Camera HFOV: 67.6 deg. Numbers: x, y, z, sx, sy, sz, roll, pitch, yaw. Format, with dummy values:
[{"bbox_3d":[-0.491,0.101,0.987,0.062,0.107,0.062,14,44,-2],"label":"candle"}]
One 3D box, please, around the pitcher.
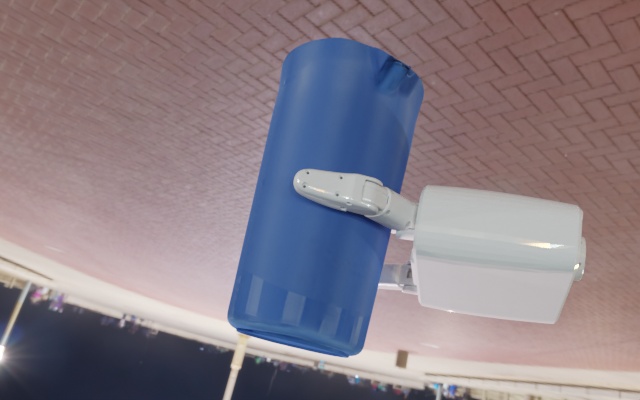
[{"bbox_3d":[0.000,0.001,0.414,0.145,0.242,0.149,6,-21,19],"label":"pitcher"}]
